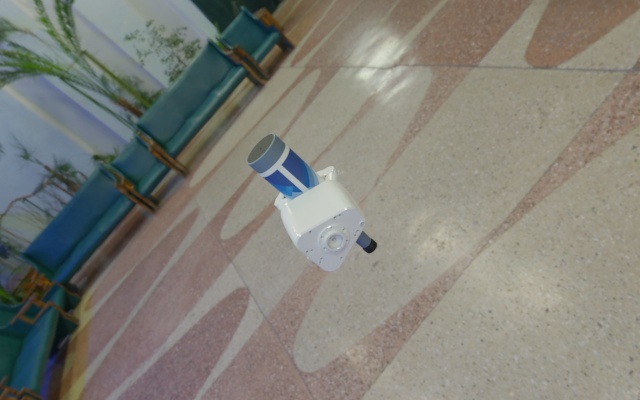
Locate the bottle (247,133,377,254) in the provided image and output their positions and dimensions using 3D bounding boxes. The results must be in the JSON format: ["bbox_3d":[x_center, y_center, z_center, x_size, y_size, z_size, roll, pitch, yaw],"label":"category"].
[{"bbox_3d":[0.000,0.003,0.843,0.296,0.069,0.069,42,-22,-27],"label":"bottle"}]
